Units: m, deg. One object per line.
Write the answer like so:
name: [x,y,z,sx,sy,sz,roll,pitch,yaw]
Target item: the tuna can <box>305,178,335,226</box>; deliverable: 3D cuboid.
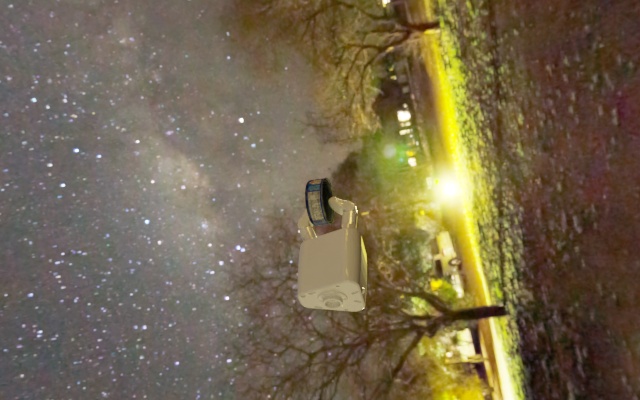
tuna can: [0.000,0.003,0.872,0.034,0.086,0.086,-7,-2,15]
